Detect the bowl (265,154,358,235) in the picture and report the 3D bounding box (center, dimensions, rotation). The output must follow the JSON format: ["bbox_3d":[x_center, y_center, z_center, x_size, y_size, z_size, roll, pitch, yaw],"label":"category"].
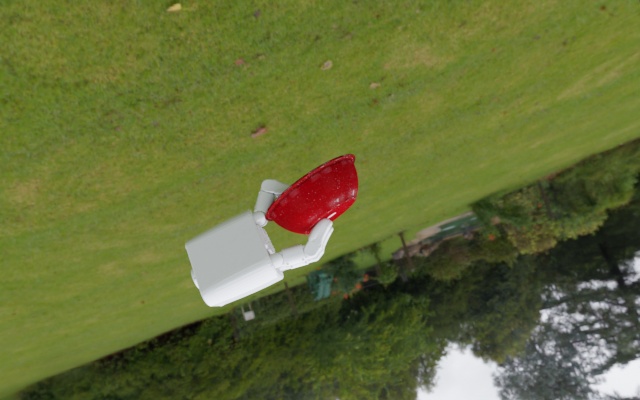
[{"bbox_3d":[0.001,0.002,0.701,0.162,0.055,0.162,-34,-11,-8],"label":"bowl"}]
